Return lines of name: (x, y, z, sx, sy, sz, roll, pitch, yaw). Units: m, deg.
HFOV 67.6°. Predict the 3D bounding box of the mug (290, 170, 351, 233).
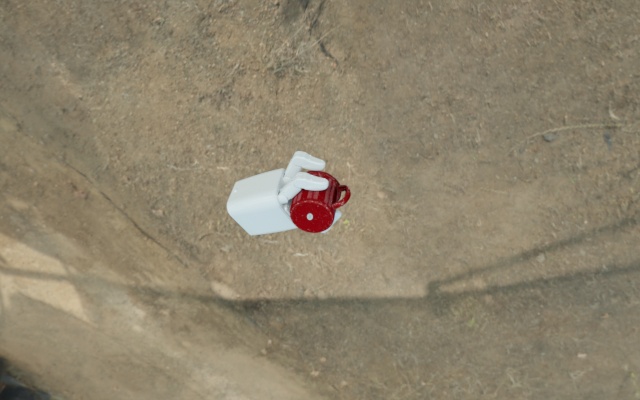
mug: (0.001, 0.003, 0.874, 0.117, 0.093, 0.081, -13, 37, 19)
